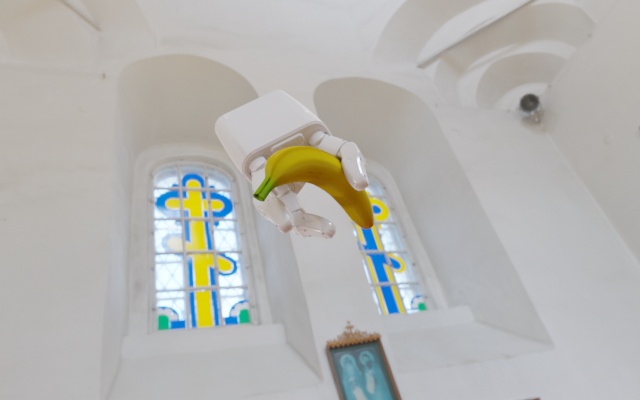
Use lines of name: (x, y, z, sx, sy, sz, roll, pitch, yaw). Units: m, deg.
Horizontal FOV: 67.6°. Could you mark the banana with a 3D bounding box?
banana: (0.004, -0.017, 0.522, 0.037, 0.069, 0.198, 18, 1, 42)
